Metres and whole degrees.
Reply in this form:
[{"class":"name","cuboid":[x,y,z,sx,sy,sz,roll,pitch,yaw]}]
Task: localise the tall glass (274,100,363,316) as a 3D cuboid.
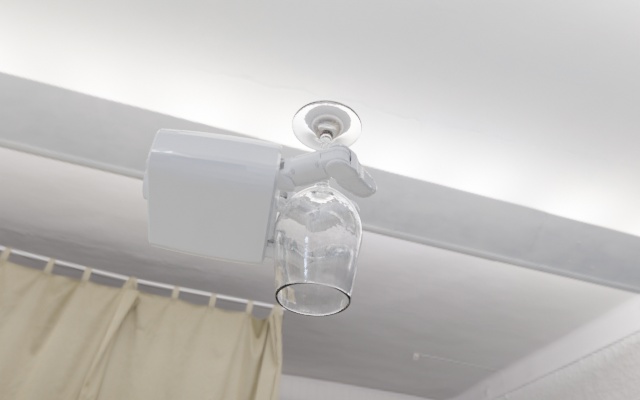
[{"class":"tall glass","cuboid":[0.000,0.001,0.444,0.079,0.200,0.079,3,-37,2]}]
